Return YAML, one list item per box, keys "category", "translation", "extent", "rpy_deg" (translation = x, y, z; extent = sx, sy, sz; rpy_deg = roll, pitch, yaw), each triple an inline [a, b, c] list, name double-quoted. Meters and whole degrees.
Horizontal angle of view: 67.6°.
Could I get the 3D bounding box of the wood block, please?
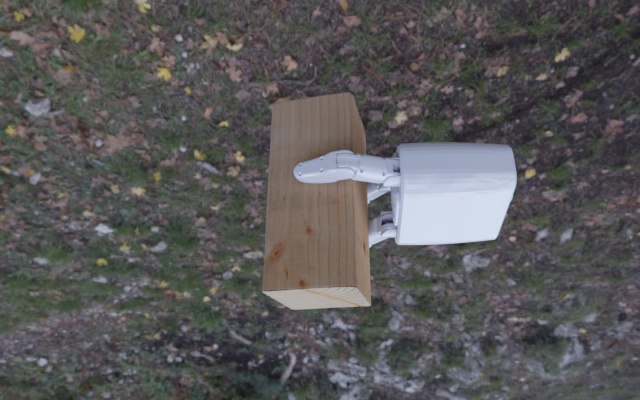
- category: "wood block"
  translation: [0.000, 0.002, 0.504]
  extent: [0.090, 0.206, 0.091]
  rpy_deg: [-6, -24, 13]
